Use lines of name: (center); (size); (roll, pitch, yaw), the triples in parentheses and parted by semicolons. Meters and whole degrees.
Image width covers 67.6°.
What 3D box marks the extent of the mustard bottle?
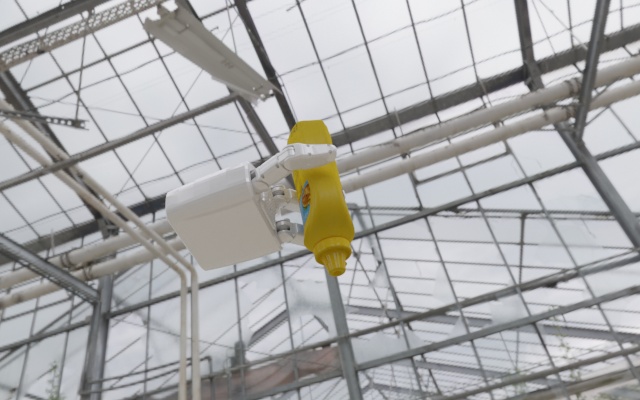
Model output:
mustard bottle: (0.000, 0.002, 0.559); (0.058, 0.191, 0.096); (-4, -38, -11)
